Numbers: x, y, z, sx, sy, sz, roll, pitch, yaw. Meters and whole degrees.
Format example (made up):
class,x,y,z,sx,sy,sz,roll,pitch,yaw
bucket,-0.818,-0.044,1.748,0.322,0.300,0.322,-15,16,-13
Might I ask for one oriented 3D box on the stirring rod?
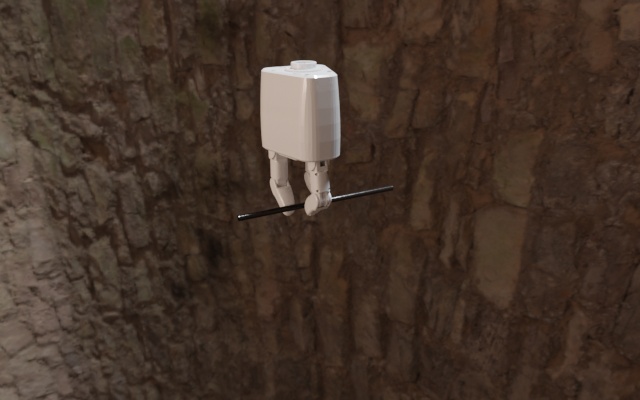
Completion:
class,x,y,z,sx,sy,sz,roll,pitch,yaw
stirring rod,0.000,0.002,0.675,0.239,0.011,0.011,-11,4,-24
